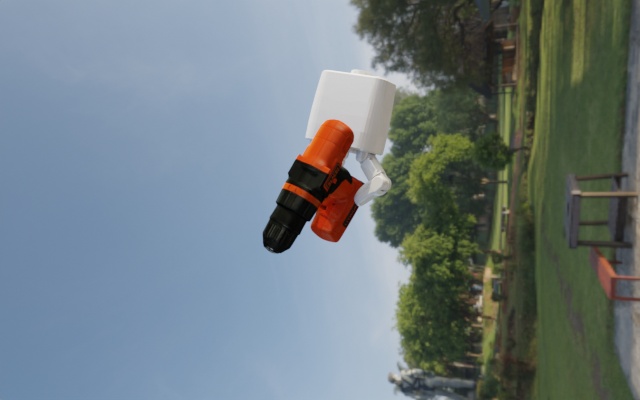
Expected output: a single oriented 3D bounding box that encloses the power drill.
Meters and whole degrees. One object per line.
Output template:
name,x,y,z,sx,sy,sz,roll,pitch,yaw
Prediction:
power drill,0.000,0.002,0.655,0.057,0.184,0.188,28,-8,19
